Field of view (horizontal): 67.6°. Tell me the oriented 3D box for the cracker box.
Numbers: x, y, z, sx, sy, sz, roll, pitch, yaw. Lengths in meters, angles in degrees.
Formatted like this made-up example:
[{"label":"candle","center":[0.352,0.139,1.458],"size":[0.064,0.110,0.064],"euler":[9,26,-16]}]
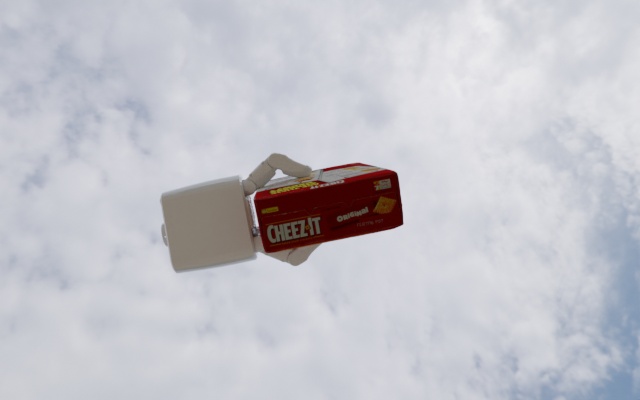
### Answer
[{"label":"cracker box","center":[0.000,0.002,0.630],"size":[0.164,0.072,0.213],"euler":[-12,9,-5]}]
